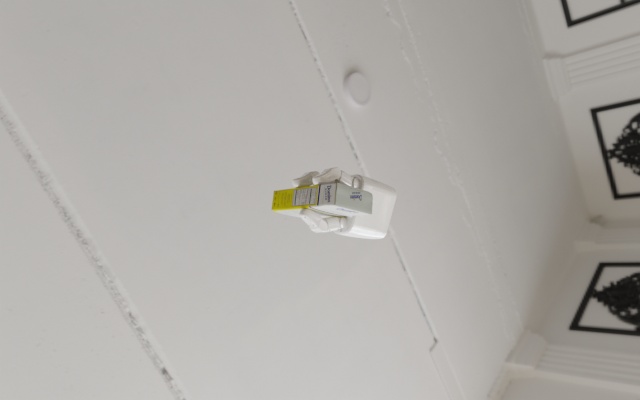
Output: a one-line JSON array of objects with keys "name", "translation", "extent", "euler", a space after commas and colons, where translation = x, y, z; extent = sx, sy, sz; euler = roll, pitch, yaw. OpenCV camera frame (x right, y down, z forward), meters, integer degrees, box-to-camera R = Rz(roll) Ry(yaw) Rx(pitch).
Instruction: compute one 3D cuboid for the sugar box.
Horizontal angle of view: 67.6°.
[{"name": "sugar box", "translation": [0.000, 0.002, 0.864], "extent": [0.093, 0.048, 0.176], "euler": [15, -16, -41]}]
